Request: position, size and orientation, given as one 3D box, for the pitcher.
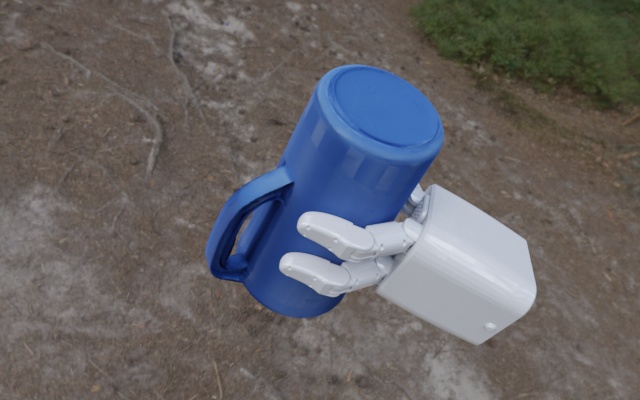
[{"bbox_3d":[0.000,0.002,0.443,0.145,0.149,0.243,30,-44,2],"label":"pitcher"}]
